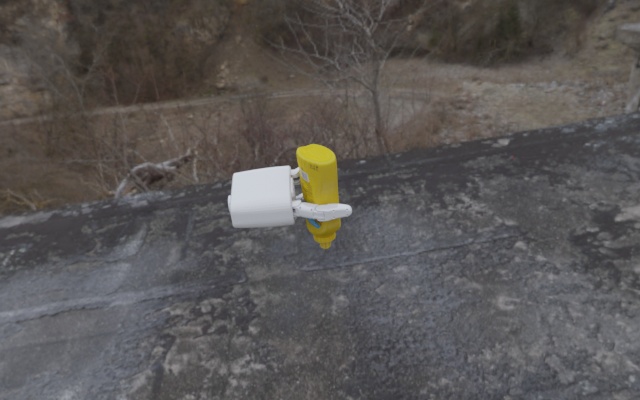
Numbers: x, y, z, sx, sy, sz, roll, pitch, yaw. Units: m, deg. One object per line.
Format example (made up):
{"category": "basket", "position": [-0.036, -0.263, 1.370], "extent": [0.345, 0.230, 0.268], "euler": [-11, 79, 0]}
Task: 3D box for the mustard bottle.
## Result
{"category": "mustard bottle", "position": [0.000, 0.002, 0.850], "extent": [0.058, 0.192, 0.096], "euler": [-18, 30, -21]}
